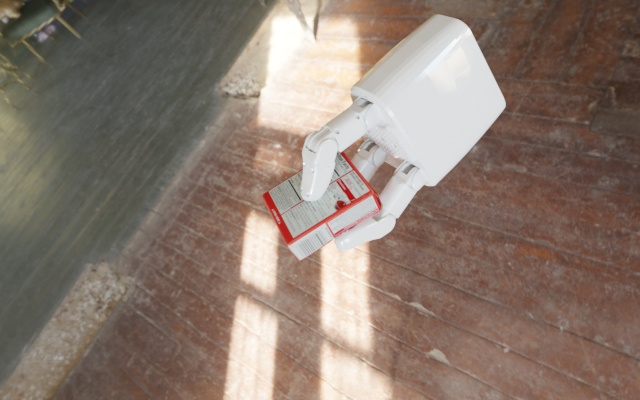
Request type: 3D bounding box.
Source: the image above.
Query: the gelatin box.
[{"bbox_3d":[0.000,0.001,0.431,0.089,0.030,0.073,-32,46,-1],"label":"gelatin box"}]
